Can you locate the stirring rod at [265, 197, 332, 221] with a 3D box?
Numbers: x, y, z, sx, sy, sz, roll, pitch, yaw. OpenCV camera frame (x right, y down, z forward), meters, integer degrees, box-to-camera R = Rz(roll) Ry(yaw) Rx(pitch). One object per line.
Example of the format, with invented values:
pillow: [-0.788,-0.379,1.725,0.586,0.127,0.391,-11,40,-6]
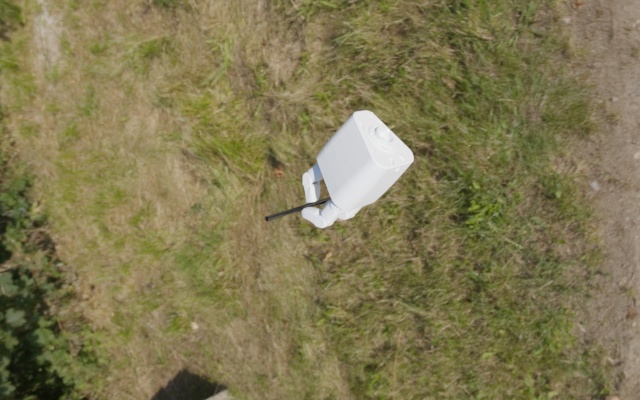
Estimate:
stirring rod: [0.000,0.003,0.816,0.011,0.011,0.239,0,12,45]
